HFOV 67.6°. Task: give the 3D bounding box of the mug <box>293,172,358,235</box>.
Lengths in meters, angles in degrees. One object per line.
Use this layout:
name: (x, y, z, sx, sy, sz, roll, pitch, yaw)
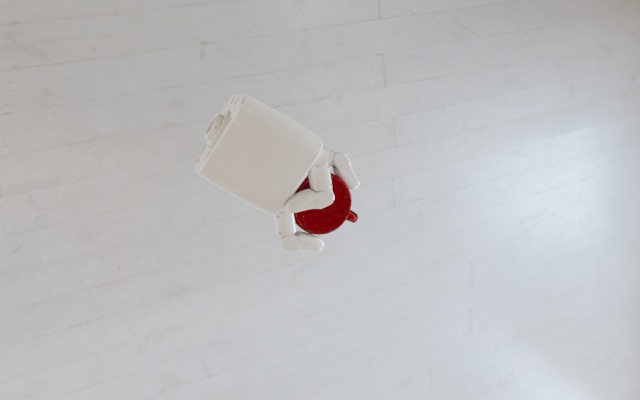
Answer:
mug: (0.001, 0.003, 0.641, 0.117, 0.093, 0.081, 29, 2, -24)
